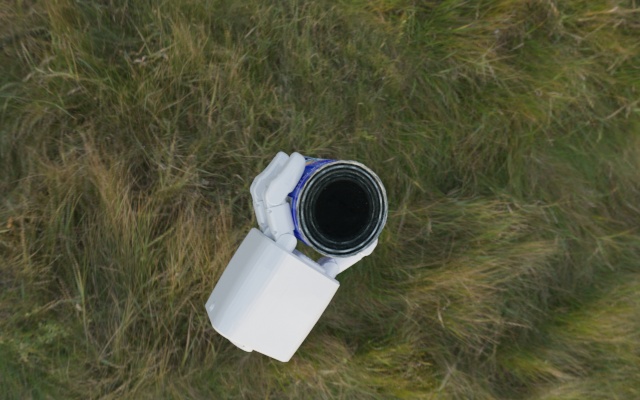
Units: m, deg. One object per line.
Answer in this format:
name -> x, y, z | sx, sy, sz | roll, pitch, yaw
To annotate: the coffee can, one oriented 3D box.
coffee can -> 0.000, 0.002, 0.555 | 0.103, 0.103, 0.140 | 0, 6, -20
